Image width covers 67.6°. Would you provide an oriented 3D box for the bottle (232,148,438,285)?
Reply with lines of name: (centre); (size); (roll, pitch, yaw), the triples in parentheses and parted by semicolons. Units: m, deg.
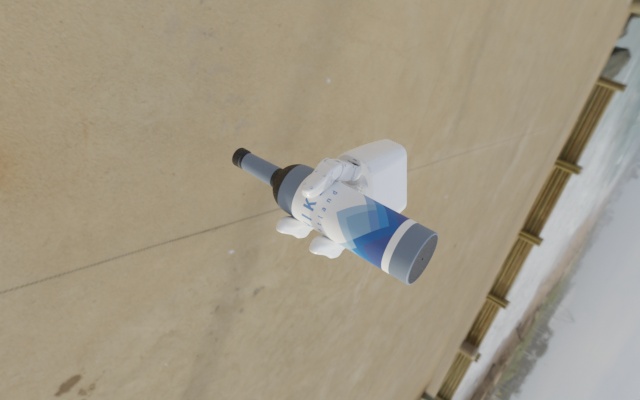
bottle: (0.000, 0.002, 0.597); (0.295, 0.069, 0.069); (29, 14, 28)
